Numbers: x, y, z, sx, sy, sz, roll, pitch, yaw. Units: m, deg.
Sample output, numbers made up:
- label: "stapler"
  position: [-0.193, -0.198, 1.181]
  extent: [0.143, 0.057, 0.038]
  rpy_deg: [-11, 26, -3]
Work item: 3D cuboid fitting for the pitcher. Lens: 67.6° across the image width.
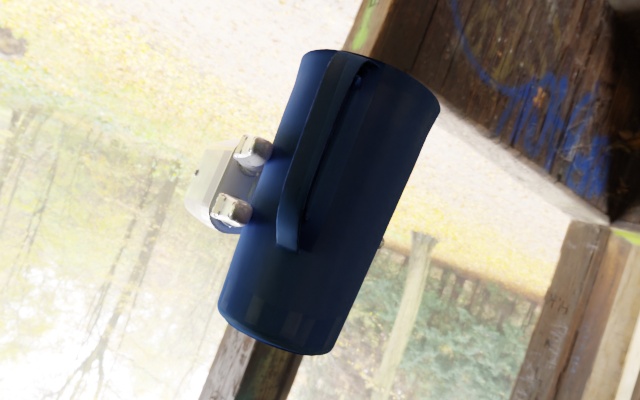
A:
- label: "pitcher"
  position: [0.000, 0.001, 0.412]
  extent: [0.149, 0.243, 0.145]
  rpy_deg: [25, -6, -33]
